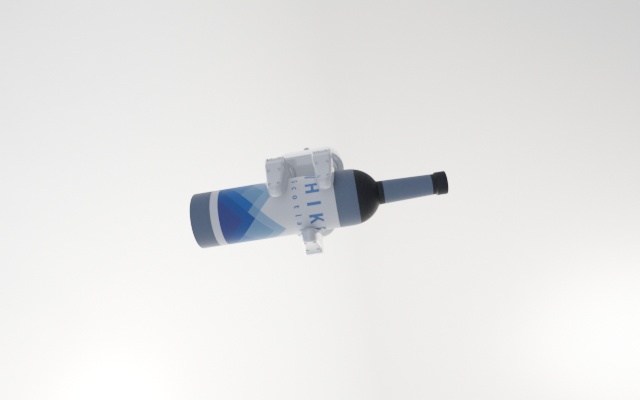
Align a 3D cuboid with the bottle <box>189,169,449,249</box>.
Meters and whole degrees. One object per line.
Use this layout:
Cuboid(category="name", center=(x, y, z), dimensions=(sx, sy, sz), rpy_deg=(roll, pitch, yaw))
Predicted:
Cuboid(category="bottle", center=(0.000, 0.002, 0.561), dimensions=(0.296, 0.069, 0.069), rpy_deg=(-9, -1, 4))
